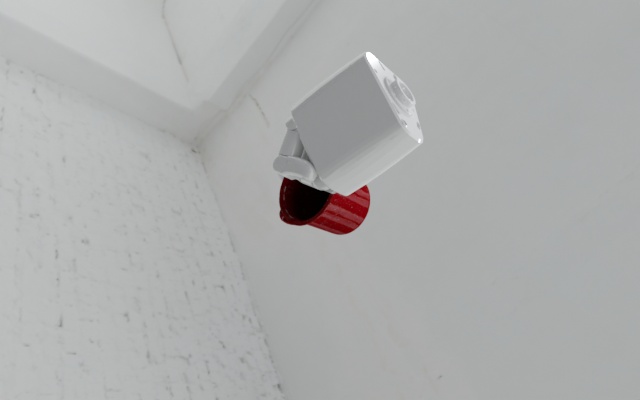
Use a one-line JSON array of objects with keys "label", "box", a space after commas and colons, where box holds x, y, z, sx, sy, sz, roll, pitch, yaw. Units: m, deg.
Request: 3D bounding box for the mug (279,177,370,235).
[{"label": "mug", "box": [-0.001, 0.003, 0.607, 0.117, 0.093, 0.081, -34, -37, 29]}]
